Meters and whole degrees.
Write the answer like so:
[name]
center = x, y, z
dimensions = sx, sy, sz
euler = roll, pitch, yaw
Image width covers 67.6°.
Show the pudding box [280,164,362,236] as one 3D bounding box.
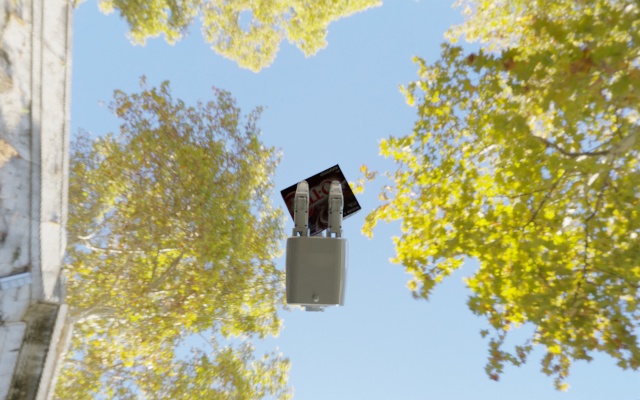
[pudding box]
center = 0.000, 0.003, 0.811
dimensions = 0.113, 0.090, 0.039
euler = -25, -12, -7
